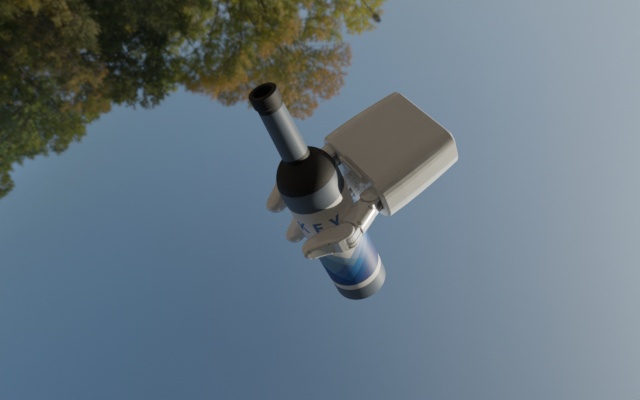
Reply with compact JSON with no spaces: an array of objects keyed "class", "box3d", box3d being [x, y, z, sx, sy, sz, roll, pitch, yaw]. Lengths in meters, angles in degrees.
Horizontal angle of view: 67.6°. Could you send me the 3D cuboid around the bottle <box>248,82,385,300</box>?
[{"class":"bottle","box3d":[0.000,0.002,0.517,0.069,0.069,0.296,0,-42,28]}]
